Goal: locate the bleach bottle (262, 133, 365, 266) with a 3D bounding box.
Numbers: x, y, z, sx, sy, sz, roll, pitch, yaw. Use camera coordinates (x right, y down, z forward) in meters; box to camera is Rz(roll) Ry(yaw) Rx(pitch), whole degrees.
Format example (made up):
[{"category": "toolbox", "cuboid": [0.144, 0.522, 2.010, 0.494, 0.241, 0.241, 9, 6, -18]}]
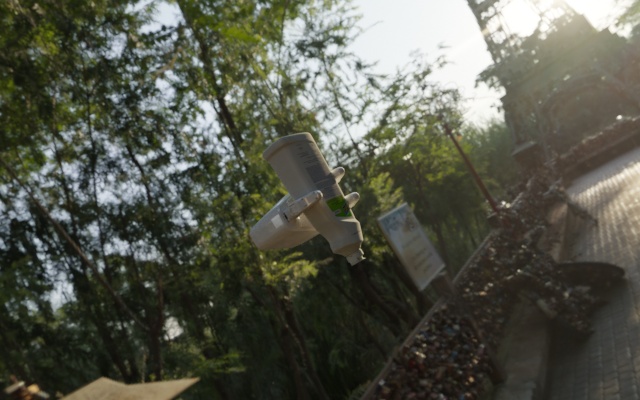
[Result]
[{"category": "bleach bottle", "cuboid": [0.000, 0.003, 0.849, 0.068, 0.251, 0.102, -35, -8, 39]}]
